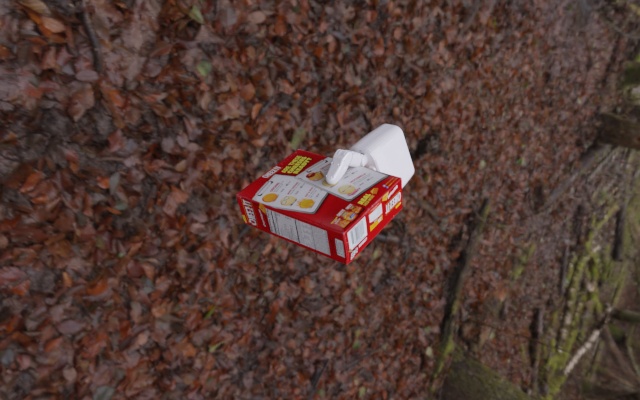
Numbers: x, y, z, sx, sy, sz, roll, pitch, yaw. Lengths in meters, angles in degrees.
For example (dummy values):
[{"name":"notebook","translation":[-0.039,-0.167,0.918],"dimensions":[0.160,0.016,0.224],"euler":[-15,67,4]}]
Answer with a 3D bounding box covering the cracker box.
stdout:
[{"name":"cracker box","translation":[0.000,0.002,0.772],"dimensions":[0.213,0.072,0.164],"euler":[18,42,33]}]
